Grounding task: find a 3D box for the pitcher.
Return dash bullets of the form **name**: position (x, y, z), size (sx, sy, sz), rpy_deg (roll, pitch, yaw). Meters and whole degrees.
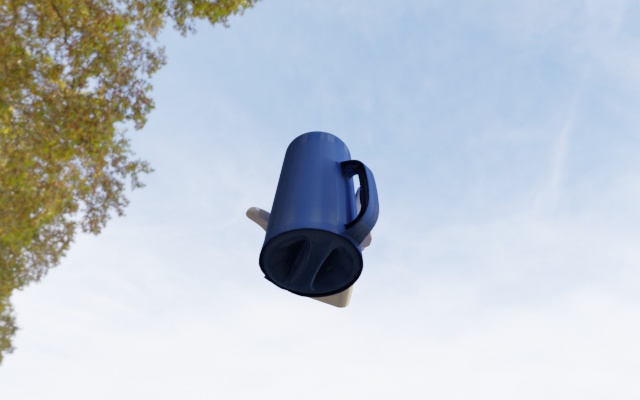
- **pitcher**: position (0.000, 0.002, 0.685), size (0.149, 0.145, 0.242), rpy_deg (2, 42, 1)
